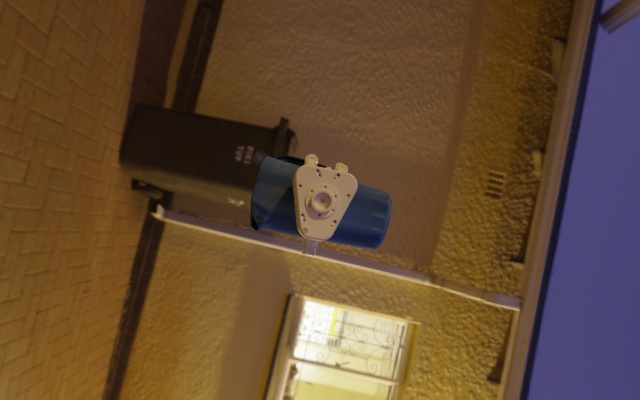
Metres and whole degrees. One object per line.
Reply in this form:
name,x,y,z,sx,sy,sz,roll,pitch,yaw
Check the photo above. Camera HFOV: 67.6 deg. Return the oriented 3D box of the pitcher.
pitcher,0.000,0.003,0.868,0.243,0.149,0.145,13,-1,-2
